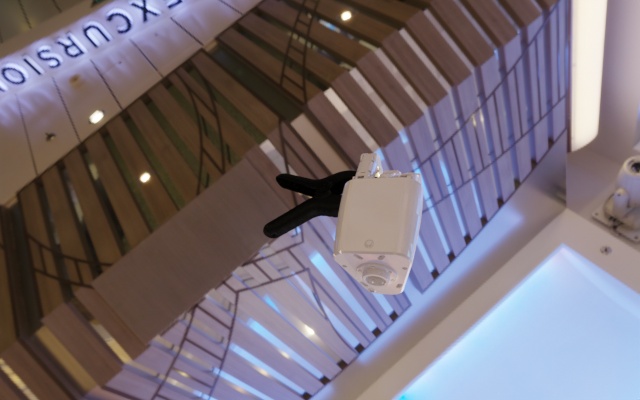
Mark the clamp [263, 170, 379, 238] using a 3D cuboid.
[{"bbox_3d":[0.000,0.002,0.660,0.171,0.120,0.039,-5,-40,24],"label":"clamp"}]
